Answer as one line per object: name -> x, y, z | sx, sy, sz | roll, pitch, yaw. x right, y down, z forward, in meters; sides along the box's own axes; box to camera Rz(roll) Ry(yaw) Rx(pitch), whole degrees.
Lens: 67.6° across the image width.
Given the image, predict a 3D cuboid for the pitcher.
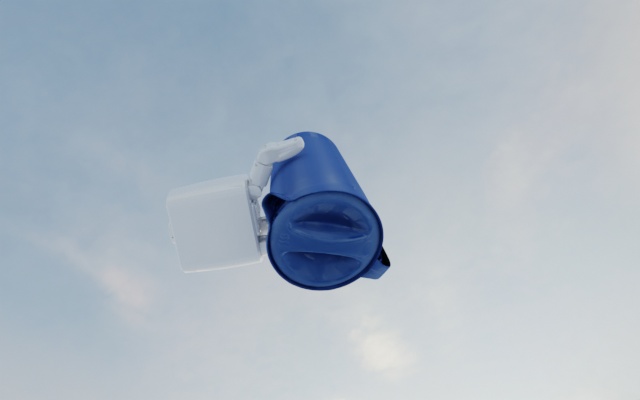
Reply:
pitcher -> 0.000, 0.002, 0.637 | 0.145, 0.149, 0.242 | -10, 28, -2
